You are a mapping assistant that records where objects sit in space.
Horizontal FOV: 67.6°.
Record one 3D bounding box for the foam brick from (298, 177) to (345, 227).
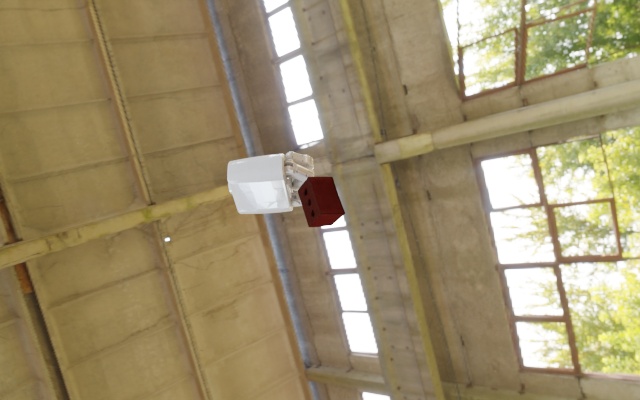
[{"bbox_3d":[0.000,0.003,0.857,0.051,0.078,0.053,-3,-29,-32],"label":"foam brick"}]
